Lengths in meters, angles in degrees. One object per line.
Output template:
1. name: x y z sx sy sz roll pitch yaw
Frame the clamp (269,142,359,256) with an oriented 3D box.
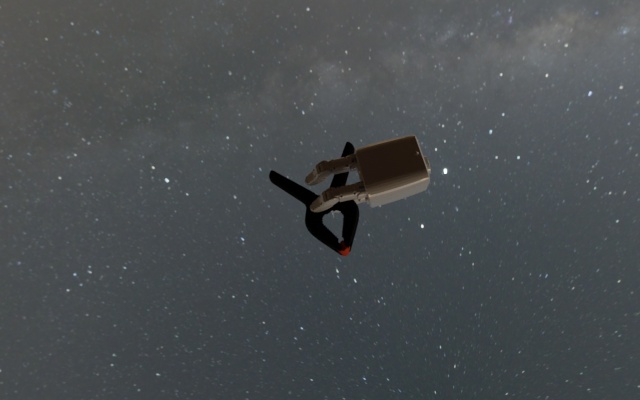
1. clamp: 0.001 0.004 0.838 0.164 0.209 0.036 -15 -28 5
